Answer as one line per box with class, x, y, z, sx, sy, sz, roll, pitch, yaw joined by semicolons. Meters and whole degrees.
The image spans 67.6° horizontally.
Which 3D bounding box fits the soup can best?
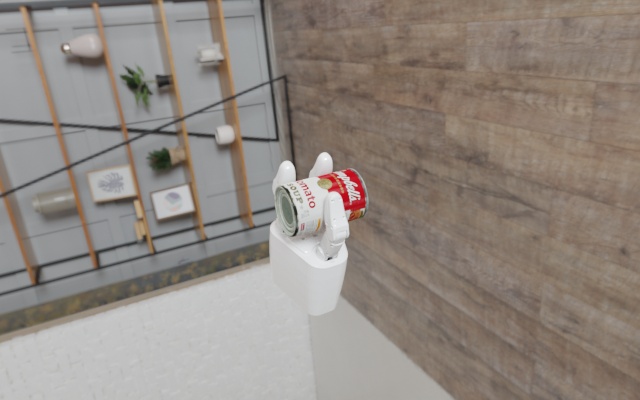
soup can;0.000;0.002;0.609;0.102;0.068;0.068;-14;6;-24
